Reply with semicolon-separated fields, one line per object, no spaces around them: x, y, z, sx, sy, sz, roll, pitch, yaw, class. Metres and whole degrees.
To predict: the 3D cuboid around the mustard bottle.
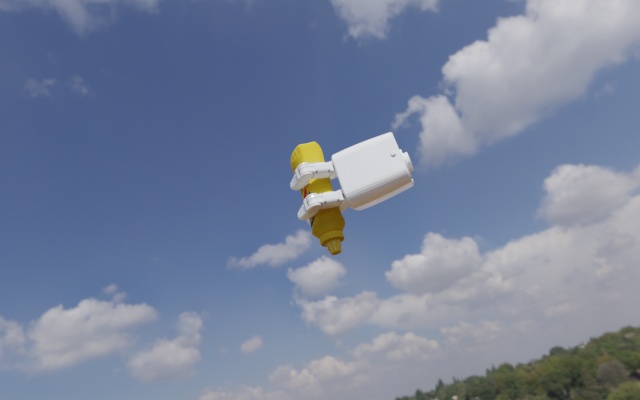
0.000;0.003;0.814;0.058;0.191;0.096;-12;-25;-12;mustard bottle
